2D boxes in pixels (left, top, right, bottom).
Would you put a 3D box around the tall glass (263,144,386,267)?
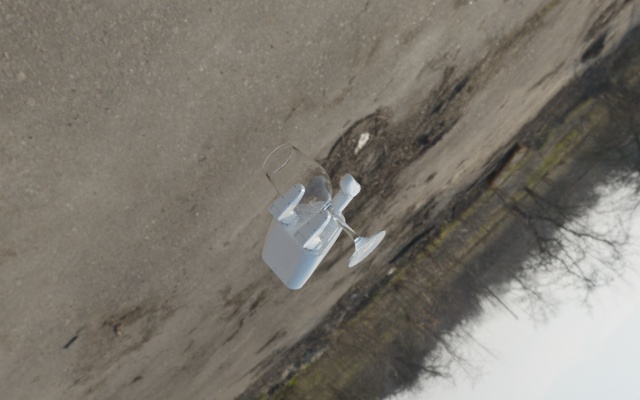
[{"bbox_3d":[0.001,0.003,0.711,0.201,0.079,0.079,46,18,19],"label":"tall glass"}]
